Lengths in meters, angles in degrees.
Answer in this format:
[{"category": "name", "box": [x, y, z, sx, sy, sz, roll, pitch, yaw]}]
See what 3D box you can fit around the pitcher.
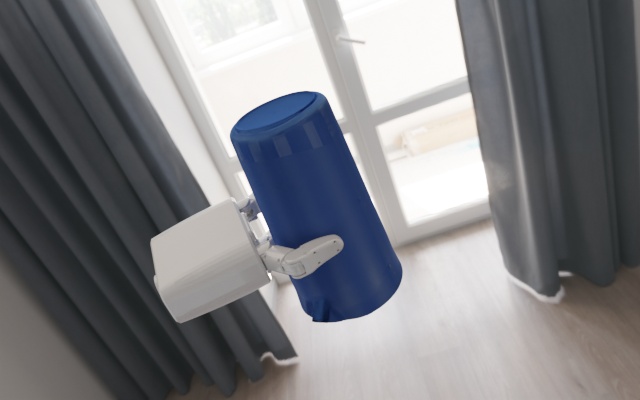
[{"category": "pitcher", "box": [0.000, 0.002, 0.543, 0.145, 0.243, 0.149, -27, 27, -7]}]
